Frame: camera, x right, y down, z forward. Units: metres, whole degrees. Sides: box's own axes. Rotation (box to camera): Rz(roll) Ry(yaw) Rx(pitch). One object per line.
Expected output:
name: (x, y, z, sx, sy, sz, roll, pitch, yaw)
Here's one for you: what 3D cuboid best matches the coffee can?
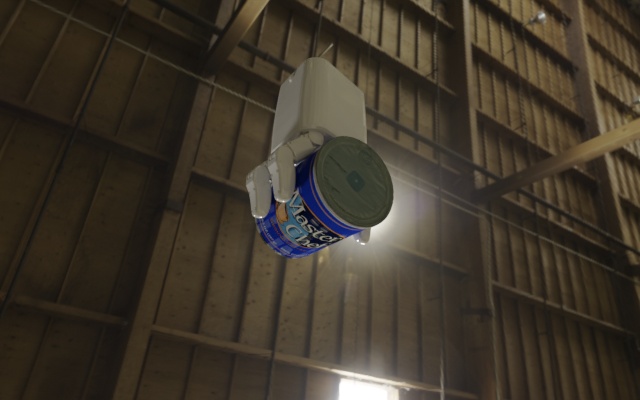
coffee can: (0.000, 0.002, 0.552, 0.103, 0.102, 0.140, 0, -19, -36)
